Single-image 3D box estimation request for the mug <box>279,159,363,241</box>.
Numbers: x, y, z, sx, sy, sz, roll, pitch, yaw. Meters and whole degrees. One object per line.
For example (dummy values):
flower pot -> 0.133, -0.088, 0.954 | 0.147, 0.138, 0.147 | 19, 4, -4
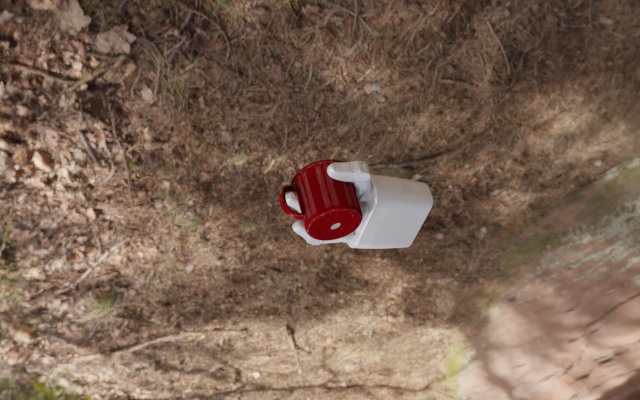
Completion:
mug -> -0.001, 0.002, 0.664 | 0.117, 0.081, 0.093 | 3, -38, -24
